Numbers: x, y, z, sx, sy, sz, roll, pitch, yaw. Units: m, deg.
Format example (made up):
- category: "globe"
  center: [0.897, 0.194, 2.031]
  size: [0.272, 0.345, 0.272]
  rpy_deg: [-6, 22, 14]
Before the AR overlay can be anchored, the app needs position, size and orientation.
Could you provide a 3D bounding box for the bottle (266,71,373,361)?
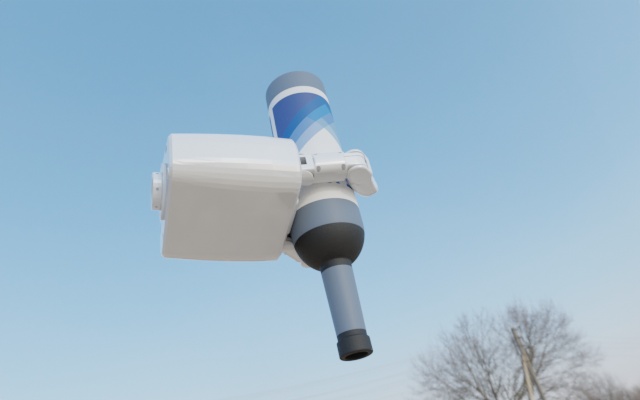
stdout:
- category: "bottle"
  center: [0.000, 0.001, 0.453]
  size: [0.069, 0.295, 0.069]
  rpy_deg: [-9, -33, -6]
